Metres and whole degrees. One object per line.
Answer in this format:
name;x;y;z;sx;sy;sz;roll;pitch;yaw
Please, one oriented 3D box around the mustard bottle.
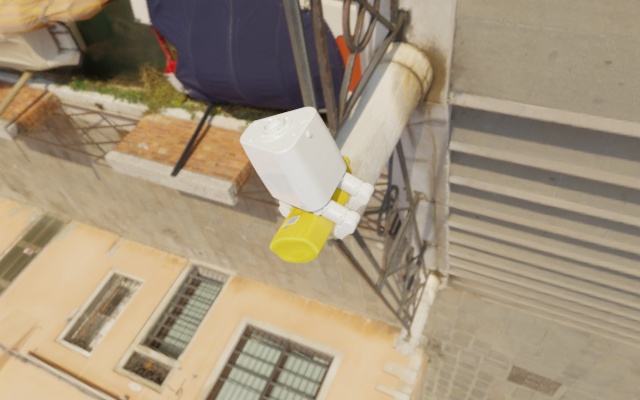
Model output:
mustard bottle;0.000;0.003;0.723;0.058;0.191;0.096;43;-35;-19
